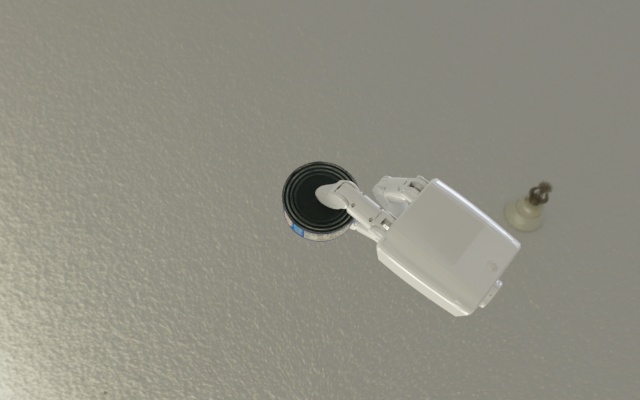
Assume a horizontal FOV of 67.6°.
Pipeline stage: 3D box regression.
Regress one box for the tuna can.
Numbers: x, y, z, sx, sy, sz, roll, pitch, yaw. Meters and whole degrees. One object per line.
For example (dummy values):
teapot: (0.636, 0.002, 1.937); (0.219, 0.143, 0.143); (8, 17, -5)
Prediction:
tuna can: (0.000, 0.002, 0.533); (0.086, 0.086, 0.034); (0, -23, -4)
